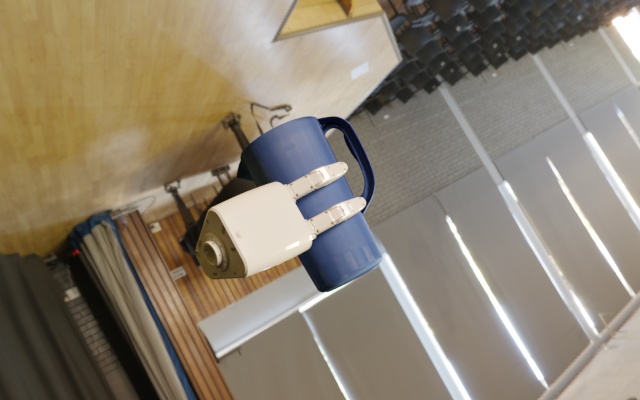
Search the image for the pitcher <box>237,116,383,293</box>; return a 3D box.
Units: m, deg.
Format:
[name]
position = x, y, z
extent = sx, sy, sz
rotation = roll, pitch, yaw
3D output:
[pitcher]
position = 0.000, 0.002, 0.709
extent = 0.145, 0.243, 0.149
rotation = -23, -9, -42
